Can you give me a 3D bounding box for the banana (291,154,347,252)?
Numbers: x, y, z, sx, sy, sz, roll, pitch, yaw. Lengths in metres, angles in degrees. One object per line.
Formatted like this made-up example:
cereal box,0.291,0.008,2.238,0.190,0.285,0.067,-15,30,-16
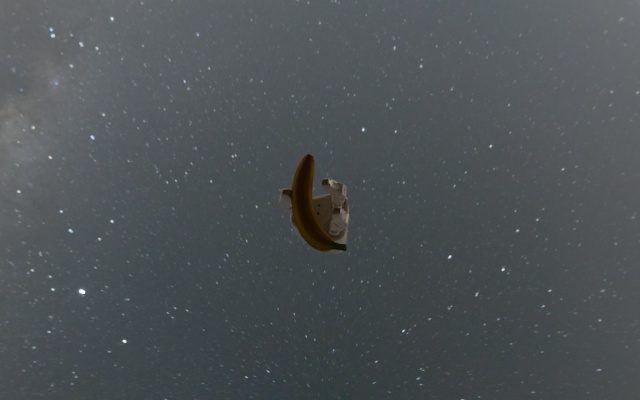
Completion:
banana,-0.016,0.012,0.829,0.069,0.197,0.037,-20,-24,0
